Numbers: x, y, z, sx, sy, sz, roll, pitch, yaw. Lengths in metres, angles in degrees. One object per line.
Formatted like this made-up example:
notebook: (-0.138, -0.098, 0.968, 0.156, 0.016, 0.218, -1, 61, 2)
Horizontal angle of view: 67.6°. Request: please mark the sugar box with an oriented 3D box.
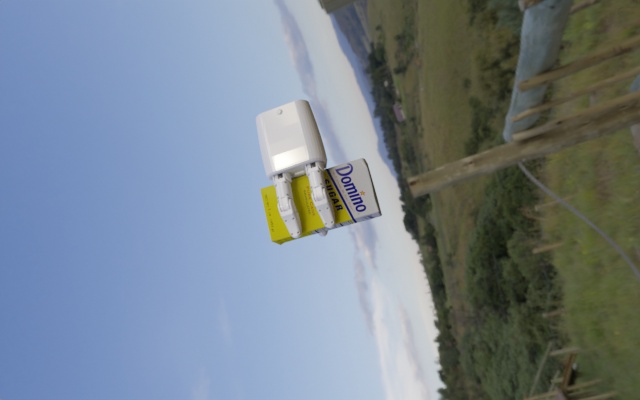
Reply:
sugar box: (0.000, 0.002, 0.758, 0.176, 0.093, 0.048, -18, -15, 11)
